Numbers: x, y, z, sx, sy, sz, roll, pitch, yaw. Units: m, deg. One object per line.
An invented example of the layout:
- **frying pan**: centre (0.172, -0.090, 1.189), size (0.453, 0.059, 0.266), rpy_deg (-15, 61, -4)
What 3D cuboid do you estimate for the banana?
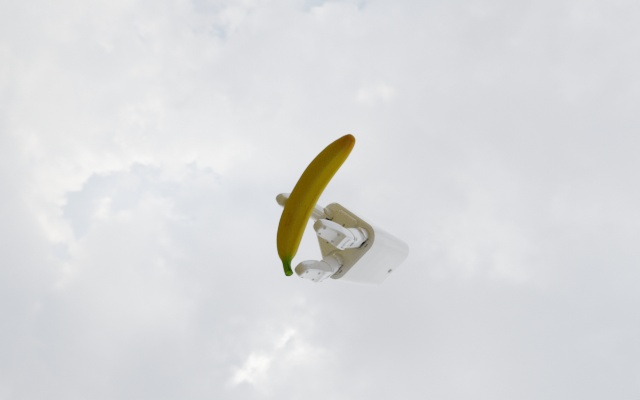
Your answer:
- **banana**: centre (-0.013, 0.000, 0.630), size (0.037, 0.198, 0.069), rpy_deg (24, 0, -44)
